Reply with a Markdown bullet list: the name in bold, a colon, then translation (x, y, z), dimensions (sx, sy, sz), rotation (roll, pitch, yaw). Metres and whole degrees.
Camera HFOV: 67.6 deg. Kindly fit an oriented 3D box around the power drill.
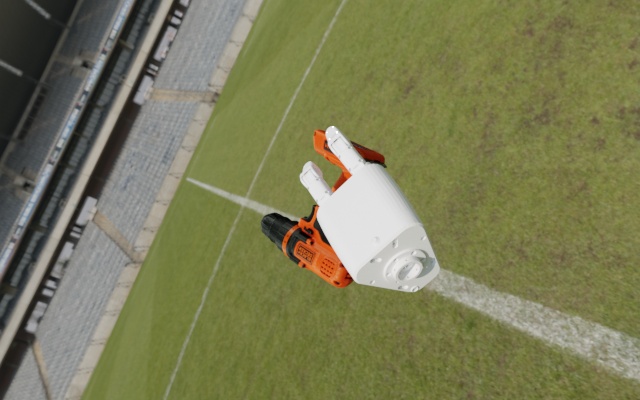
- **power drill**: translation (0.000, 0.002, 0.663), dimensions (0.184, 0.188, 0.057), rotation (29, 16, 38)
